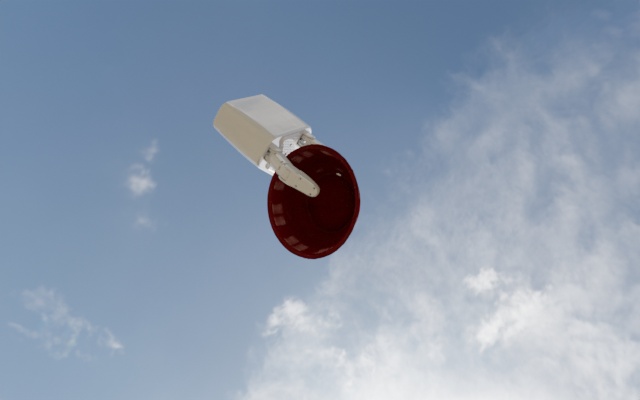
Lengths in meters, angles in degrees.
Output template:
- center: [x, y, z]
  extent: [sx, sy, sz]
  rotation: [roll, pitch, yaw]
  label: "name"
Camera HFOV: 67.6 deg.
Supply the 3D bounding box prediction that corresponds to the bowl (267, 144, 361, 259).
- center: [0.001, 0.003, 0.691]
  extent: [0.162, 0.162, 0.055]
  rotation: [0, -2, 36]
  label: "bowl"
